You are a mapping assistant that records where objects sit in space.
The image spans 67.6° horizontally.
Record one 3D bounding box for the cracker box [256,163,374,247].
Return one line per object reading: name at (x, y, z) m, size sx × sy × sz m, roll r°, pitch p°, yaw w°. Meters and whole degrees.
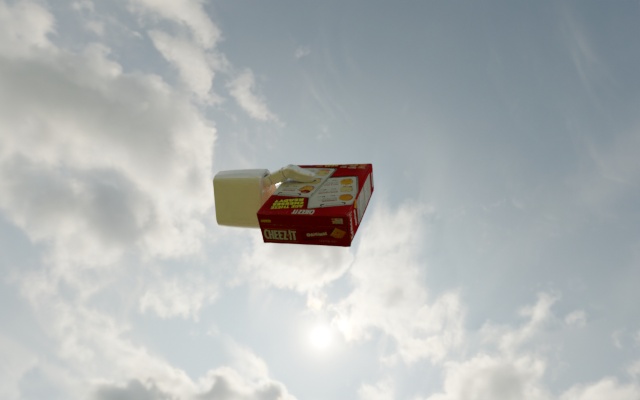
cracker box at (0.000, 0.003, 0.890) m, size 0.164 × 0.072 × 0.213 m, roll 0°, pitch 28°, yaw 18°
